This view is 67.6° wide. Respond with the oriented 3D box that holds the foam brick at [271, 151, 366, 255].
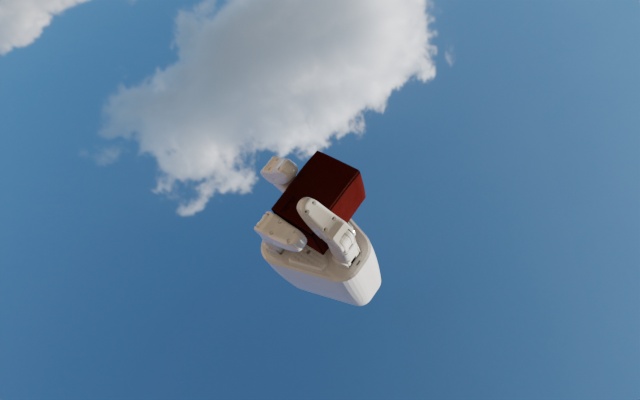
[{"bbox_3d":[0.000,0.001,0.468,0.053,0.078,0.051,30,-16,27],"label":"foam brick"}]
